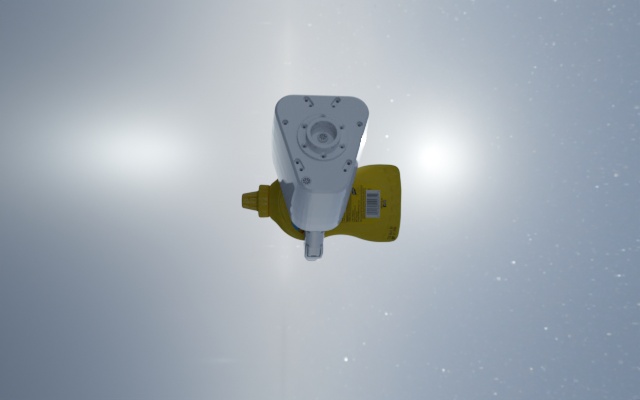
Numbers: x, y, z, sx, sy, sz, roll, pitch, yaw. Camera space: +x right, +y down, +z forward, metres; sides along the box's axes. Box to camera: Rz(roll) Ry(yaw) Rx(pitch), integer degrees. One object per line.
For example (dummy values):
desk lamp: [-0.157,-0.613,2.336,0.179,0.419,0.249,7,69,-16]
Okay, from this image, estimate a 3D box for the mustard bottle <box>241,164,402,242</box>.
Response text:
mustard bottle: [0.000,0.002,0.587,0.191,0.096,0.058,1,4,-4]
